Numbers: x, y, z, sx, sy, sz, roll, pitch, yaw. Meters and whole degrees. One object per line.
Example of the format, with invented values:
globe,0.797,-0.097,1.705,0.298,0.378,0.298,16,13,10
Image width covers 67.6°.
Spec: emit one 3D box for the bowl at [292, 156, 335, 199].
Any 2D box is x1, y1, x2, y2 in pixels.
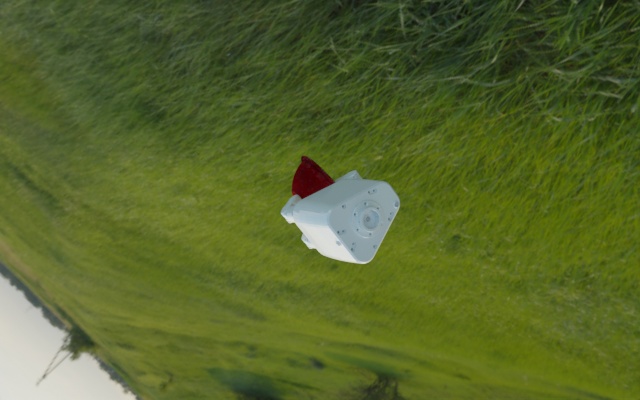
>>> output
bowl,0.000,0.003,0.816,0.055,0.162,0.162,-40,6,-8
